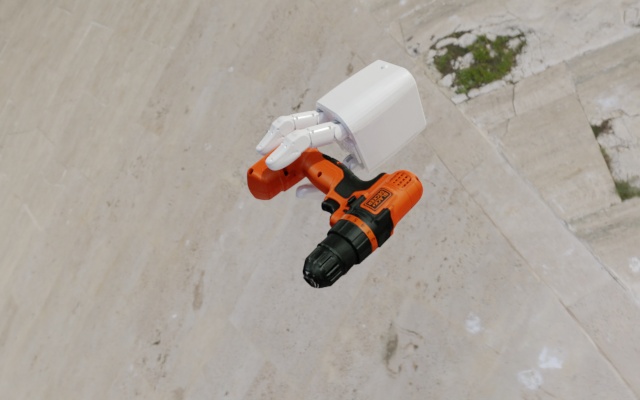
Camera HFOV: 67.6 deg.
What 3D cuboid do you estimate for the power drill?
[{"bbox_3d":[0.000,0.001,0.570,0.187,0.057,0.184,32,57,31],"label":"power drill"}]
